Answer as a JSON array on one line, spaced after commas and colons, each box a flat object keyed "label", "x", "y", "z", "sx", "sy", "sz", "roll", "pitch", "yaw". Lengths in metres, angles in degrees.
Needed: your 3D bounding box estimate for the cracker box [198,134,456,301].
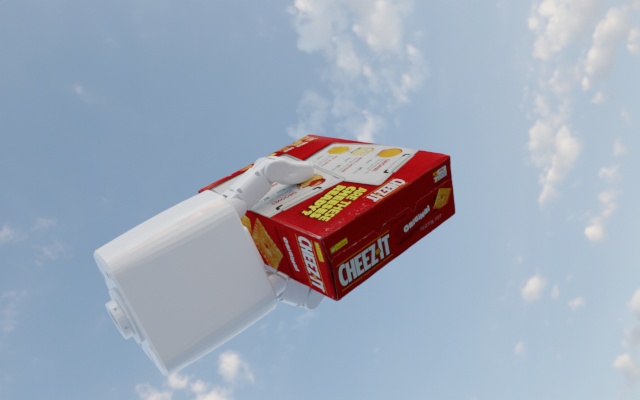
[{"label": "cracker box", "x": 0.000, "y": 0.001, "z": 0.487, "sx": 0.164, "sy": 0.072, "sz": 0.213, "roll": -31, "pitch": 30, "yaw": -30}]
